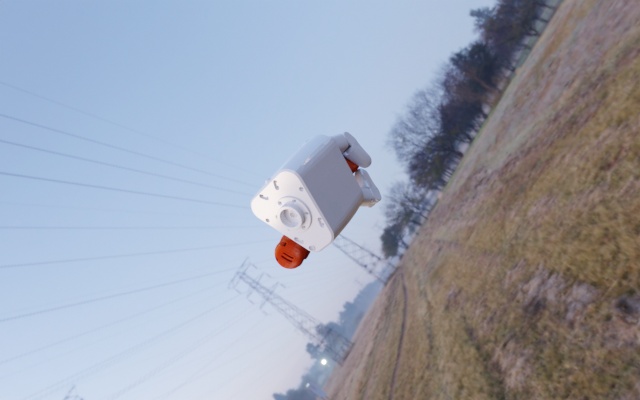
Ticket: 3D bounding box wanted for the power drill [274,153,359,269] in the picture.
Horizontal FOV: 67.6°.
[{"bbox_3d":[0.000,0.002,0.748,0.057,0.188,0.184,27,19,1],"label":"power drill"}]
